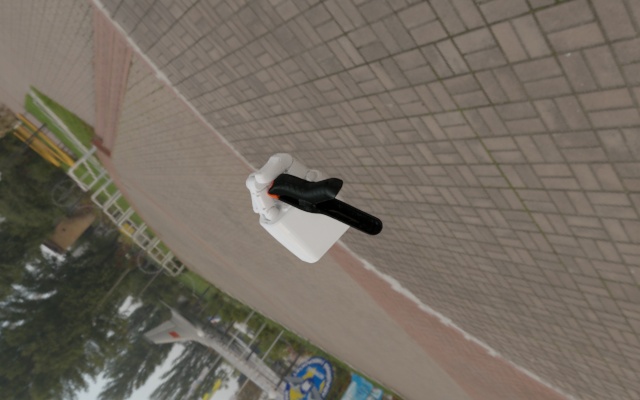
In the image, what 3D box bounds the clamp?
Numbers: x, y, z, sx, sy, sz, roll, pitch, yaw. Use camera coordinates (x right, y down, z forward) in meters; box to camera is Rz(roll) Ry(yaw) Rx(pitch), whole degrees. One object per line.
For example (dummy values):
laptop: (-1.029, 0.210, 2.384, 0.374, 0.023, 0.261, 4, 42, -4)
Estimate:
clamp: (0.000, 0.002, 0.633, 0.171, 0.039, 0.120, 13, -26, 51)
